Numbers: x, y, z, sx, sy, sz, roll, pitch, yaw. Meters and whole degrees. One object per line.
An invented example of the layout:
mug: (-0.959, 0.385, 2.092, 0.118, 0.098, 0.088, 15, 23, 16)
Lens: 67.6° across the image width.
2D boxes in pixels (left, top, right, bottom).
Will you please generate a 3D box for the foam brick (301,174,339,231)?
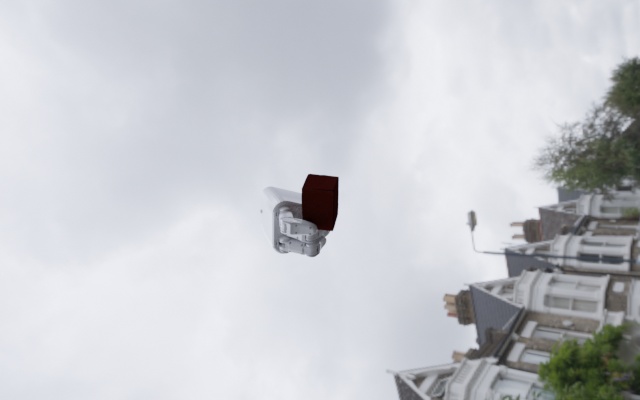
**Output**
foam brick: (0.000, 0.002, 0.774, 0.053, 0.078, 0.051, 7, 33, 9)
